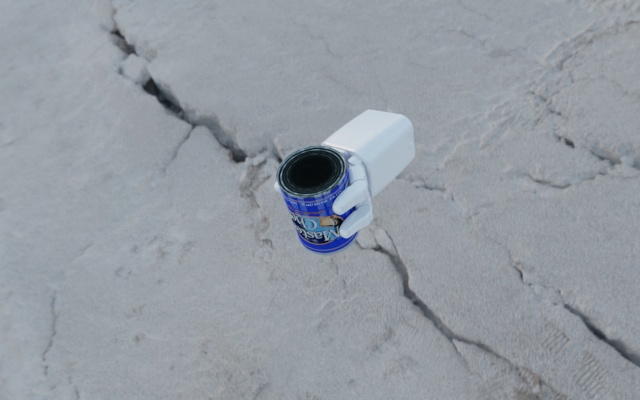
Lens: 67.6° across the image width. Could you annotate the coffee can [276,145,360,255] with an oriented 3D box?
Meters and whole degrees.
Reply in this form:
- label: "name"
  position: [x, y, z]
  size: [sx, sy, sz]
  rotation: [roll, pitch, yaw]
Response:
- label: "coffee can"
  position: [0.000, 0.003, 0.726]
  size: [0.103, 0.102, 0.140]
  rotation: [0, -40, 15]
